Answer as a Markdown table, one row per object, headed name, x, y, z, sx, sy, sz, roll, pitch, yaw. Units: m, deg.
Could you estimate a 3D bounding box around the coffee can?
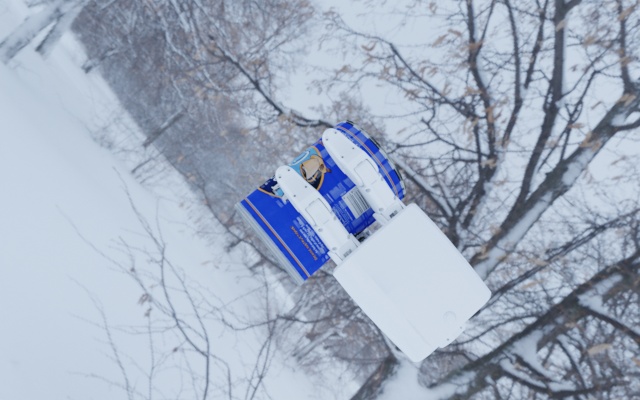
| name | x | y | z | sx | sy | sz | roll | pitch | yaw |
| --- | --- | --- | --- | --- | --- | --- | --- | --- | --- |
| coffee can | 0.000 | 0.002 | 0.481 | 0.140 | 0.103 | 0.103 | -39 | 7 | -8 |
